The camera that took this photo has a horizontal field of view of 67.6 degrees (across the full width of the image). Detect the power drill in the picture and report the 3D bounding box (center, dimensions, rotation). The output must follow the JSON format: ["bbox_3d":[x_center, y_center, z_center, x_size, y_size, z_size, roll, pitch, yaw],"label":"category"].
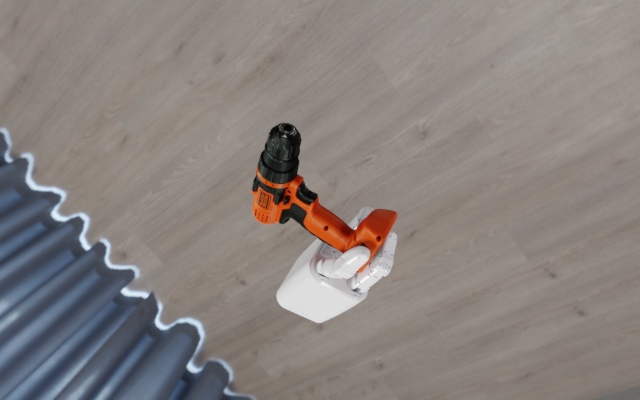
[{"bbox_3d":[0.000,0.002,0.613,0.187,0.057,0.184,32,-35,7],"label":"power drill"}]
